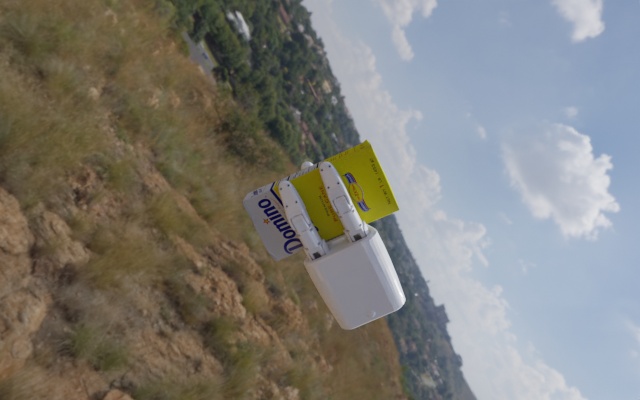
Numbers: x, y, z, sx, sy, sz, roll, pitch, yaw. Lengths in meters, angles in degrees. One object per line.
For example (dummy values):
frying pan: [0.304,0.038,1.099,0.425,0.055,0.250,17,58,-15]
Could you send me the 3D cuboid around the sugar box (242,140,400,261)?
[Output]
sugar box: [0.000,0.002,0.606,0.176,0.093,0.048,-25,15,7]
